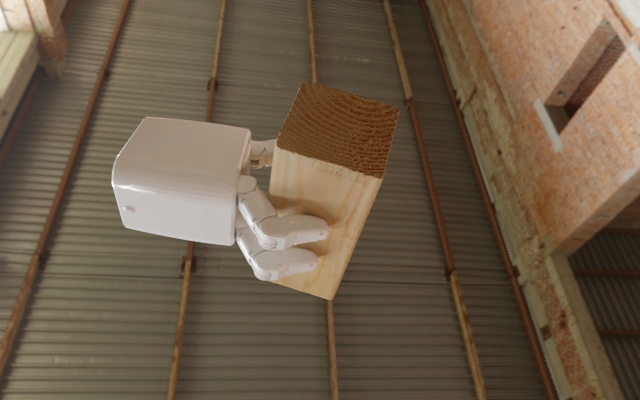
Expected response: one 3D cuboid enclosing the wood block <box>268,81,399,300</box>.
[{"bbox_3d":[0.000,0.001,0.469,0.090,0.090,0.206,17,-39,1],"label":"wood block"}]
